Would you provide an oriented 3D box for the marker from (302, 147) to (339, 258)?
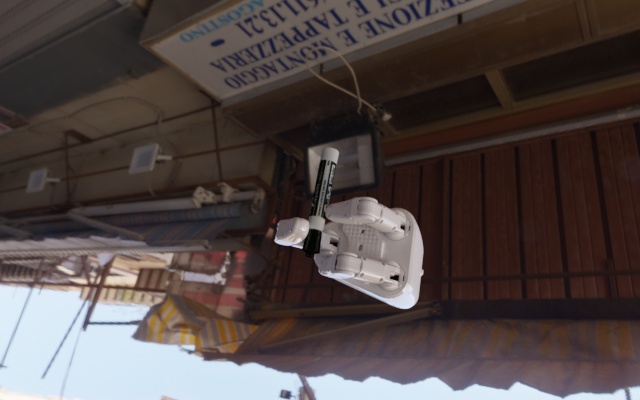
[{"bbox_3d":[0.000,0.002,0.507,0.020,0.121,0.020,10,-18,3],"label":"marker"}]
